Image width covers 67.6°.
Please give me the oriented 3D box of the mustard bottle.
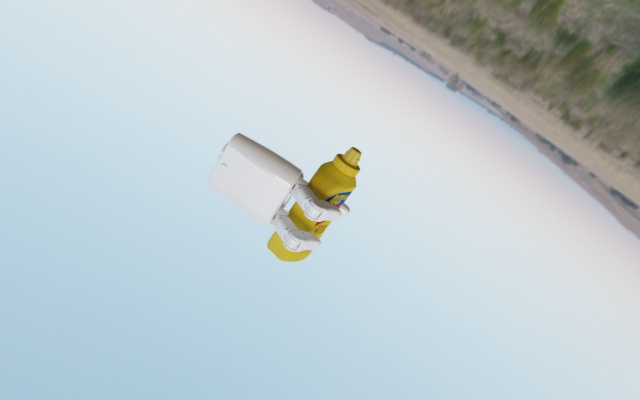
[{"bbox_3d":[0.000,0.003,0.703,0.058,0.192,0.096,43,23,21],"label":"mustard bottle"}]
